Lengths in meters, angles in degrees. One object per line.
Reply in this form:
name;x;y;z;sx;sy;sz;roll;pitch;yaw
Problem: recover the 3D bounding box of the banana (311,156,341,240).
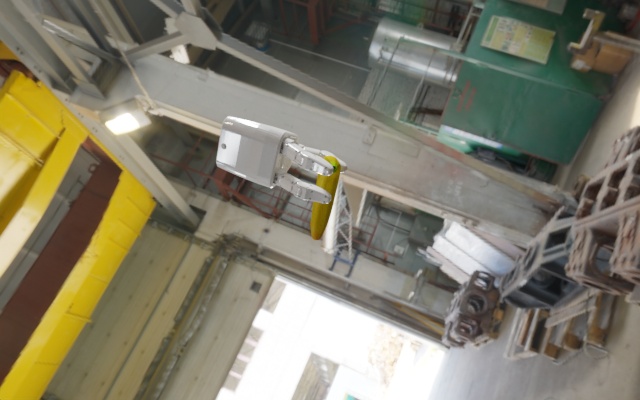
banana;0.006;-0.013;0.826;0.037;0.069;0.198;18;-40;7
